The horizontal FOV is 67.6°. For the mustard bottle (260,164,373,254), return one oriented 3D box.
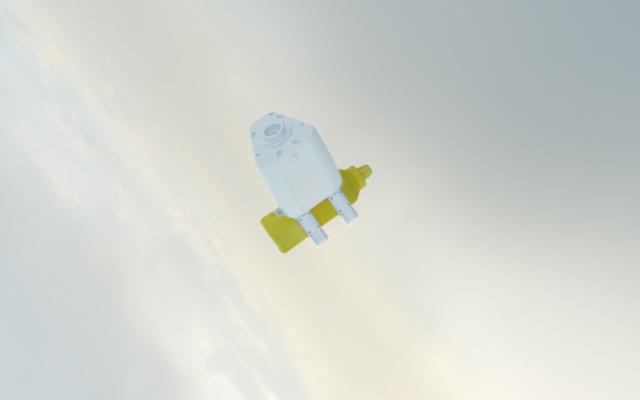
[{"bbox_3d":[0.000,0.003,0.750,0.191,0.058,0.096,-35,20,-7],"label":"mustard bottle"}]
